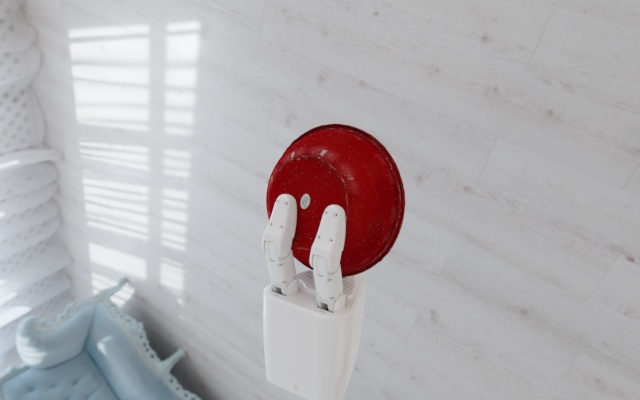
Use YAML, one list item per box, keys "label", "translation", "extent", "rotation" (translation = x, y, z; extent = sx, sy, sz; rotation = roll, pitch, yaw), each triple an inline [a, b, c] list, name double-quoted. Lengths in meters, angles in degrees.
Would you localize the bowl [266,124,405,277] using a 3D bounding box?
- label: "bowl"
  translation: [0.000, 0.000, 0.481]
  extent: [0.162, 0.162, 0.055]
  rotation: [0, 3, 31]
